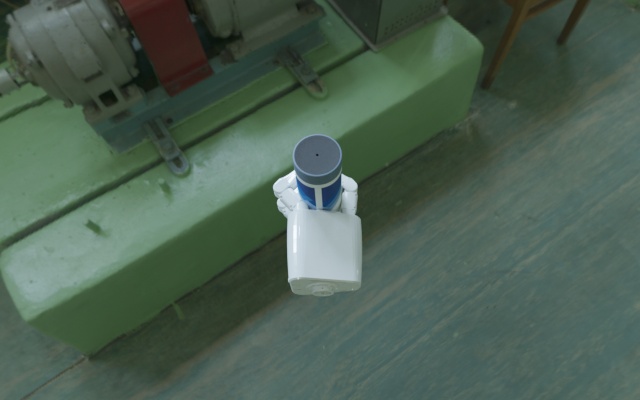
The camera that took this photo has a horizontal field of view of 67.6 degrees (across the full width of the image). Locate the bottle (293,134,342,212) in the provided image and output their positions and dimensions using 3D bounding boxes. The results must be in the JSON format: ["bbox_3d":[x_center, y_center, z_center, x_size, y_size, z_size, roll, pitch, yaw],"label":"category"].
[{"bbox_3d":[0.000,0.002,0.769,0.069,0.069,0.296,0,-26,2],"label":"bottle"}]
